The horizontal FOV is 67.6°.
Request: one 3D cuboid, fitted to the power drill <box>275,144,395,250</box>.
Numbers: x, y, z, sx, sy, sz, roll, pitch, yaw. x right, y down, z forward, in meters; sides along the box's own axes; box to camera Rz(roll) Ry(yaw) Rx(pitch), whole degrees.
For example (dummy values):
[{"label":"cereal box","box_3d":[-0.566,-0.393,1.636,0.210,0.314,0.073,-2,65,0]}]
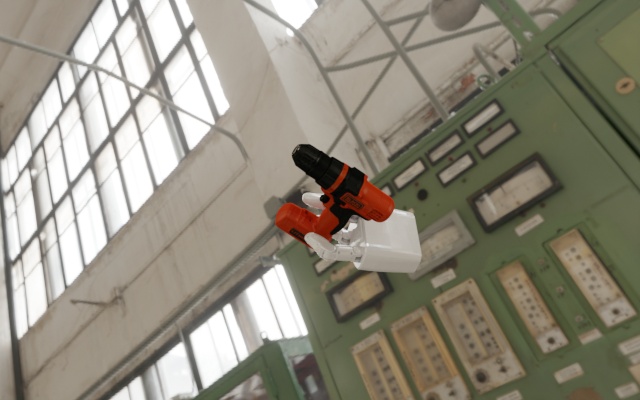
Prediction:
[{"label":"power drill","box_3d":[0.000,0.003,0.784,0.184,0.057,0.188,34,-39,-14]}]
